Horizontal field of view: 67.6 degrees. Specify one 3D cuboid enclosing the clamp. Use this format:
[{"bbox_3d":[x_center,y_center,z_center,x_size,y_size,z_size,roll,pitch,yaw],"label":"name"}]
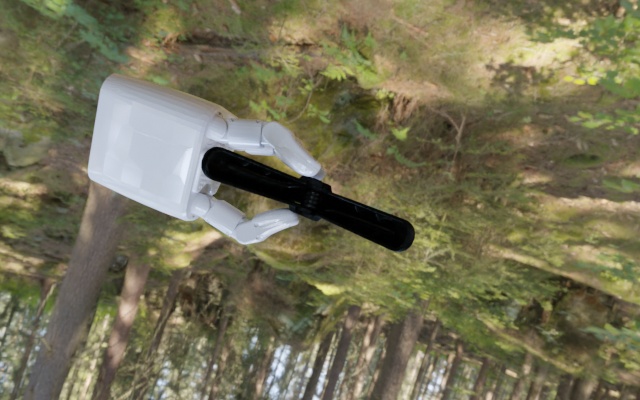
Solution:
[{"bbox_3d":[0.000,0.002,0.433,0.164,0.036,0.210,23,1,6],"label":"clamp"}]
